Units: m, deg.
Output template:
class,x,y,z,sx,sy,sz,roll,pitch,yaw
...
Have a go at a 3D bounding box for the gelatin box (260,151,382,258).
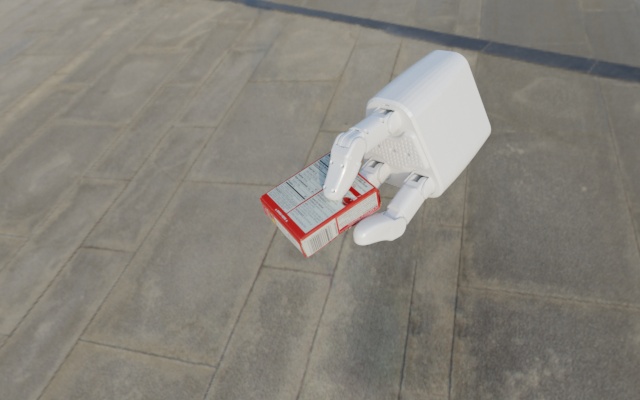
class,x,y,z,sx,sy,sz,roll,pitch,yaw
gelatin box,0.000,0.001,0.446,0.089,0.030,0.073,-33,48,-16
